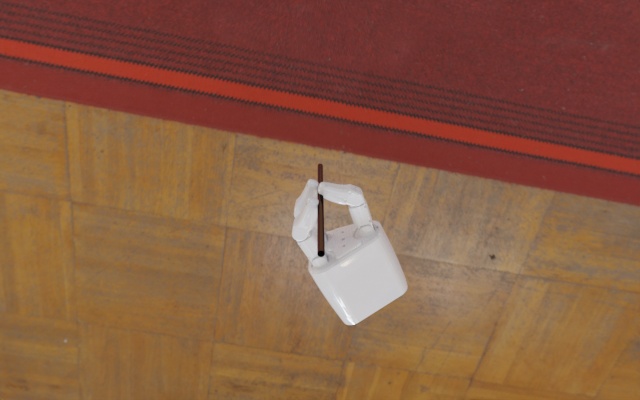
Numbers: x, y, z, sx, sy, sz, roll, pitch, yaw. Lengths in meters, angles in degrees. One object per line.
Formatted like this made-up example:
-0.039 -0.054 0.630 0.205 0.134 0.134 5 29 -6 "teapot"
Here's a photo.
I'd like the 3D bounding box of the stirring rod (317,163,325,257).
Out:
0.000 0.002 0.604 0.011 0.011 0.239 0 26 0 "stirring rod"
